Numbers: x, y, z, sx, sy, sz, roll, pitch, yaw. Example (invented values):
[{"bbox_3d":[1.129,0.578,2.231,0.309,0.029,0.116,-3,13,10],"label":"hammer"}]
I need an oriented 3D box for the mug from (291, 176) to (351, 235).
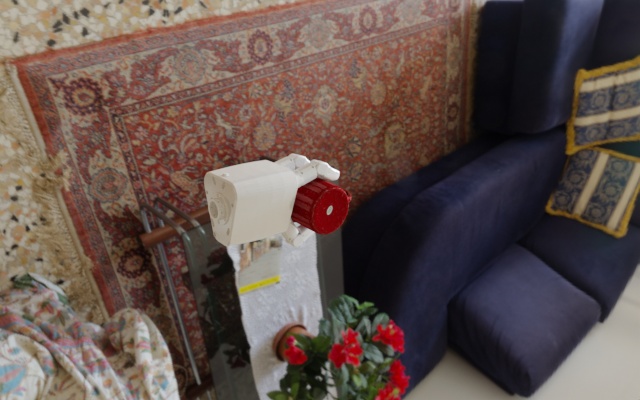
[{"bbox_3d":[0.001,0.002,0.779,0.117,0.093,0.081,-15,27,-38],"label":"mug"}]
